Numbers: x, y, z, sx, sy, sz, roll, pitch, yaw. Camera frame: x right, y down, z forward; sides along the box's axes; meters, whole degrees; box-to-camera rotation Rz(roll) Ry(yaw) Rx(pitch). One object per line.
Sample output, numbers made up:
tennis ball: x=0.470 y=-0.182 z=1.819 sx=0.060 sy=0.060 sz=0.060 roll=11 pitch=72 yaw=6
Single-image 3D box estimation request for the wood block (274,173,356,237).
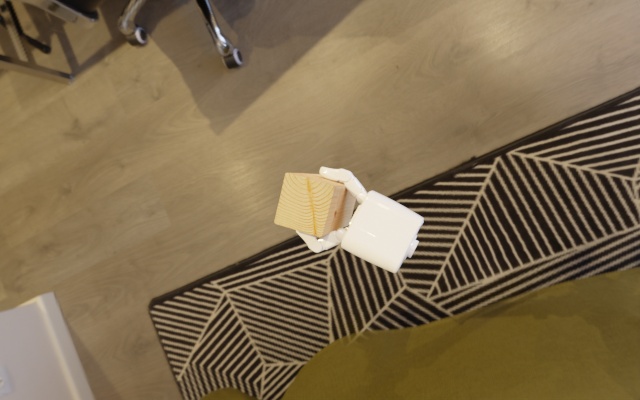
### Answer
wood block: x=0.001 y=0.003 z=0.885 sx=0.090 sy=0.091 sz=0.206 roll=16 pitch=6 yaw=14
